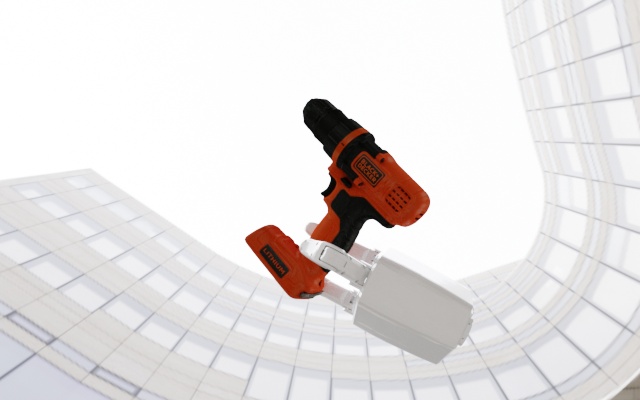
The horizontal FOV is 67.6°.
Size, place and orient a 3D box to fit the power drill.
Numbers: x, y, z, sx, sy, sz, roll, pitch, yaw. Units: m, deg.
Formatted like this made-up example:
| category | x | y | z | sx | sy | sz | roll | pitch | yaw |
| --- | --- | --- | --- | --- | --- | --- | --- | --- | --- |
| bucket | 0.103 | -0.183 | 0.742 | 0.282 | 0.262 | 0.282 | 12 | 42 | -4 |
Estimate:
| category | x | y | z | sx | sy | sz | roll | pitch | yaw |
| --- | --- | --- | --- | --- | --- | --- | --- | --- | --- |
| power drill | 0.000 | 0.002 | 0.531 | 0.184 | 0.188 | 0.057 | 48 | 18 | 23 |
